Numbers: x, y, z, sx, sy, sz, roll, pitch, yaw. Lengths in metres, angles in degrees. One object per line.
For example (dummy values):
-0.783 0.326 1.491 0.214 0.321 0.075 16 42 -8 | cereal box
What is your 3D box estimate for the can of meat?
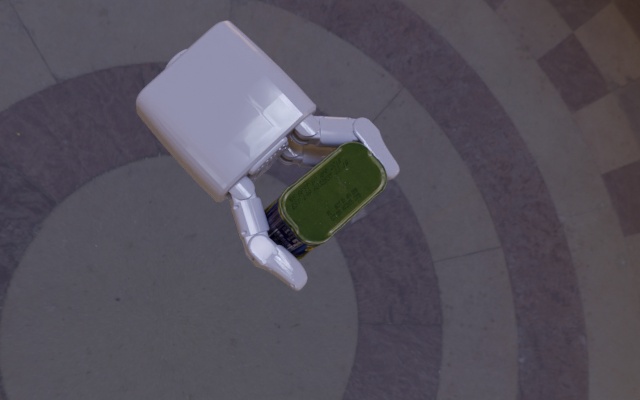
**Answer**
0.000 0.001 0.413 0.102 0.057 0.084 -41 1 -22 | can of meat
